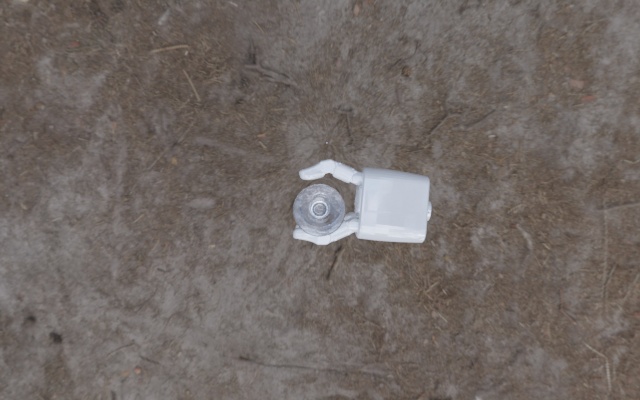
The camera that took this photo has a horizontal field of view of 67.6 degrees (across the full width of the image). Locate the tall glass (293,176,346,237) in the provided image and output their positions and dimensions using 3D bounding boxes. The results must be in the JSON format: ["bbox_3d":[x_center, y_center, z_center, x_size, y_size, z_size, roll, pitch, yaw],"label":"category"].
[{"bbox_3d":[0.000,0.003,0.766,0.079,0.079,0.201,0,7,1],"label":"tall glass"}]
